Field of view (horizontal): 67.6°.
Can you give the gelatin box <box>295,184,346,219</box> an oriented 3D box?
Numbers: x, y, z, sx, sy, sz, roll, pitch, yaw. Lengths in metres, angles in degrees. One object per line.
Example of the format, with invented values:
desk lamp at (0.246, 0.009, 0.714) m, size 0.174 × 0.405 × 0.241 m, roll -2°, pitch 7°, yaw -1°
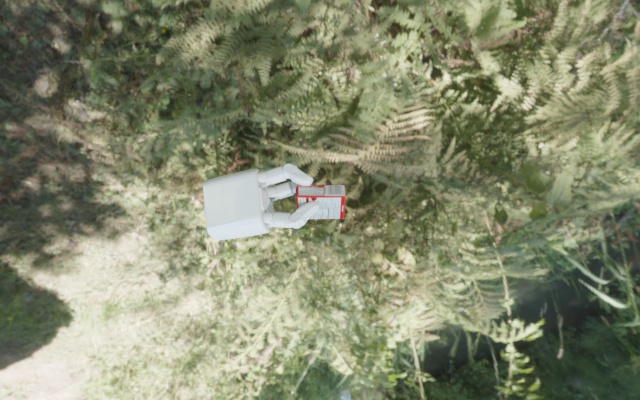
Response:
gelatin box at (0.000, 0.003, 0.871) m, size 0.089 × 0.030 × 0.073 m, roll 0°, pitch -36°, yaw 0°
